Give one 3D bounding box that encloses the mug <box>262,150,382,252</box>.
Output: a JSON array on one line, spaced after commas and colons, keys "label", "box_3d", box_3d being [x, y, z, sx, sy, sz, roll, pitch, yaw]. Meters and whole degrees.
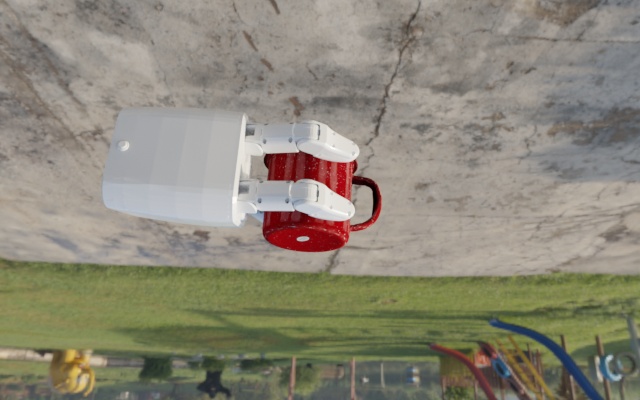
[{"label": "mug", "box_3d": [0.002, 0.002, 0.457, 0.117, 0.081, 0.093, 4, -22, -2]}]
